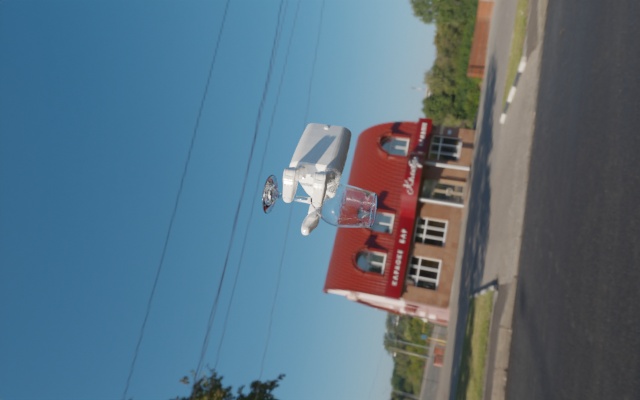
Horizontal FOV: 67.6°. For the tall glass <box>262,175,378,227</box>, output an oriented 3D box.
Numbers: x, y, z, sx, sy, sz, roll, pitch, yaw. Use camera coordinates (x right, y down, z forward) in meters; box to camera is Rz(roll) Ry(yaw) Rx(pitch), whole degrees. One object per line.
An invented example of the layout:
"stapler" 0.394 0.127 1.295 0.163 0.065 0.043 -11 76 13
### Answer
"tall glass" -0.001 0.003 0.871 0.201 0.079 0.079 9 2 14
